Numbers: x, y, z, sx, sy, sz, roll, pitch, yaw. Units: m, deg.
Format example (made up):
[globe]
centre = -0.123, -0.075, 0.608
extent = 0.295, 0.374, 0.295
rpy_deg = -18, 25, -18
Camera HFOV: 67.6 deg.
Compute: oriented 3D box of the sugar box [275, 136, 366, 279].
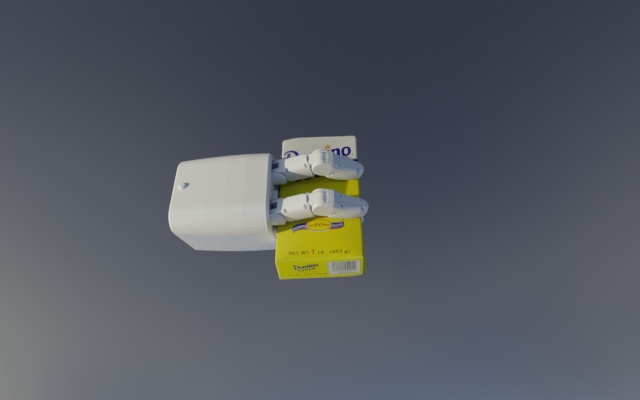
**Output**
[sugar box]
centre = 0.000, 0.002, 0.545
extent = 0.093, 0.176, 0.048
rpy_deg = -3, -36, 2
